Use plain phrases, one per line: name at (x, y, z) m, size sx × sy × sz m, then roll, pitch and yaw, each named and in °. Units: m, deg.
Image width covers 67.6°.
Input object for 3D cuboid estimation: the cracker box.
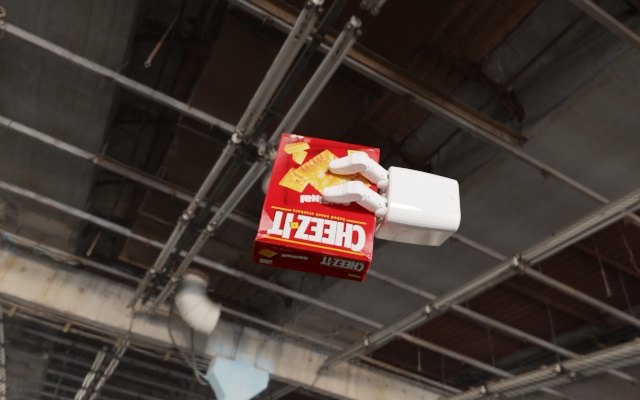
cracker box at (0.000, 0.002, 0.726) m, size 0.164 × 0.213 × 0.072 m, roll 10°, pitch -39°, yaw -1°
